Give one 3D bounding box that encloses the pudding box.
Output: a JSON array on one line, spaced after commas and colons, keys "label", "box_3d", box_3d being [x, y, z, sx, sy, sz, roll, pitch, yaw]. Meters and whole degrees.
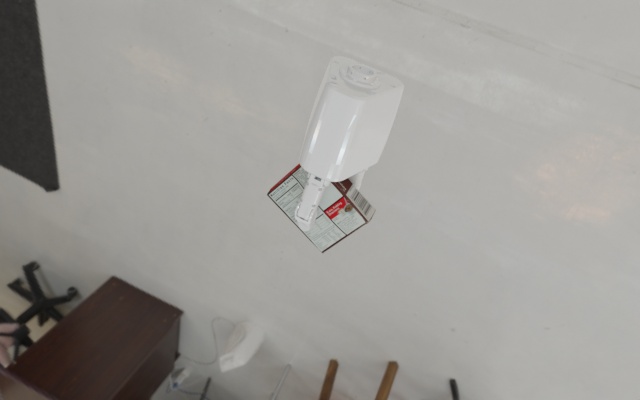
[{"label": "pudding box", "box_3d": [0.000, 0.002, 0.619, 0.090, 0.113, 0.039, -37, 8, 34]}]
